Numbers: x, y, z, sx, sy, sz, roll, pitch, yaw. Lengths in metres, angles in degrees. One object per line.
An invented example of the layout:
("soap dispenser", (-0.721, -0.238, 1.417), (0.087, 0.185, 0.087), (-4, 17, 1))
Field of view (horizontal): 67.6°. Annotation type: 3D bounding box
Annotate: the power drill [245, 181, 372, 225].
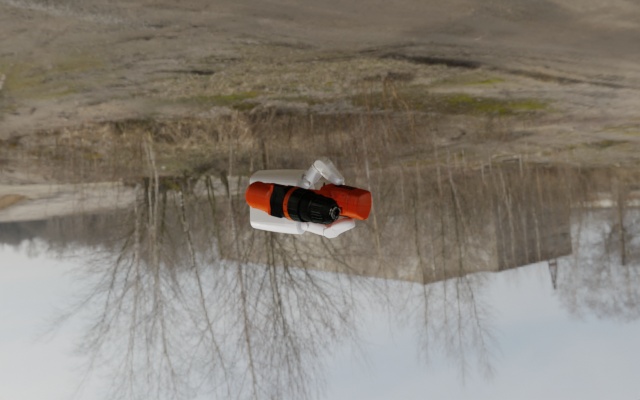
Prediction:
("power drill", (0.000, 0.003, 0.776), (0.184, 0.057, 0.187), (14, 8, 41))
